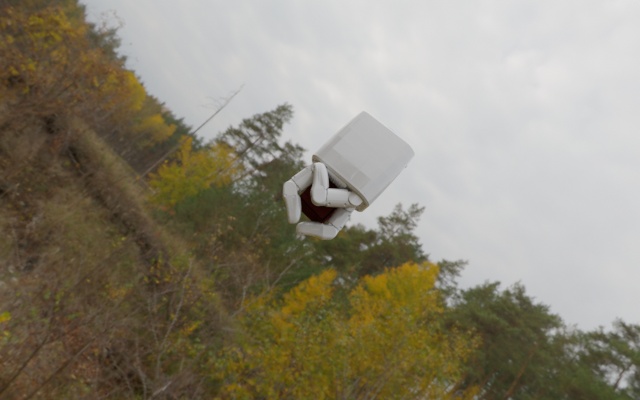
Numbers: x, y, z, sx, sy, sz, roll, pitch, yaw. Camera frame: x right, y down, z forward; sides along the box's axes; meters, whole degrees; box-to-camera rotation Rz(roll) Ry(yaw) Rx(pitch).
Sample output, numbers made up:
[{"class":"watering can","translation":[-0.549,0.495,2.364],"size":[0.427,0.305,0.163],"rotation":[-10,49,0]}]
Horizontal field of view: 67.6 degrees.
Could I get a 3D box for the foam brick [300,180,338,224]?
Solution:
[{"class":"foam brick","translation":[0.000,0.002,0.726],"size":[0.051,0.053,0.078],"rotation":[-45,-3,-11]}]
